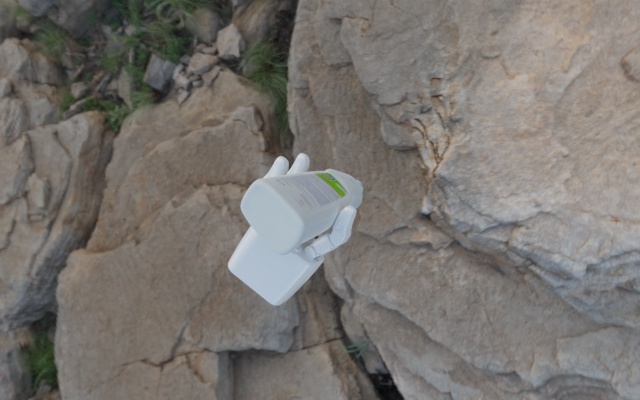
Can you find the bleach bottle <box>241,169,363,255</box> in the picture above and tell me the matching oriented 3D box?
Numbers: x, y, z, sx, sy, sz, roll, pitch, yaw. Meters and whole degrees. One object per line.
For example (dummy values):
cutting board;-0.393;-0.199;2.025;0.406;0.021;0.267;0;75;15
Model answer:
bleach bottle;0.000;0.002;0.701;0.102;0.068;0.251;46;28;17
